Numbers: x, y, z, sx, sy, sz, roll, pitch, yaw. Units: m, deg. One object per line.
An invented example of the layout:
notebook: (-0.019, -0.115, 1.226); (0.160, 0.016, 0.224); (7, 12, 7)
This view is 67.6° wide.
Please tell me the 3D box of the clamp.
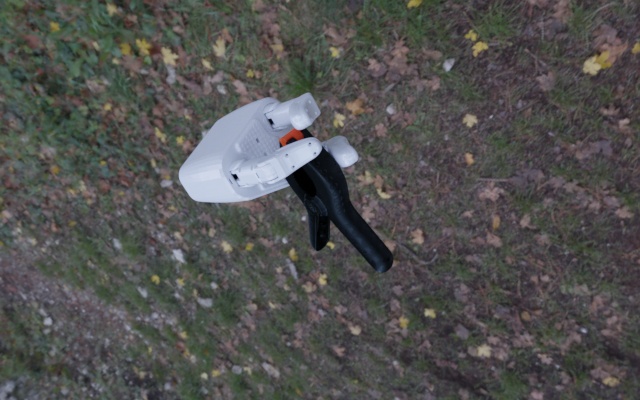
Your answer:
clamp: (0.000, 0.002, 0.503); (0.120, 0.171, 0.039); (-4, 31, 51)
